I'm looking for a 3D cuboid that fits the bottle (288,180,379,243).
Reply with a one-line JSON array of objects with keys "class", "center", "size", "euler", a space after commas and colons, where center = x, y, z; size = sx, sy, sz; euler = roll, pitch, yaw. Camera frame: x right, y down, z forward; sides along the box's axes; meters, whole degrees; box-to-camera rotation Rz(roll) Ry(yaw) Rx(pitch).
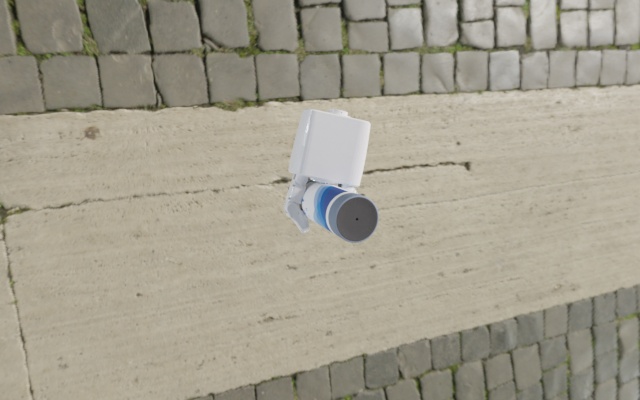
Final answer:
[{"class": "bottle", "center": [0.000, 0.003, 0.786], "size": [0.069, 0.069, 0.295], "euler": [0, 9, -20]}]
